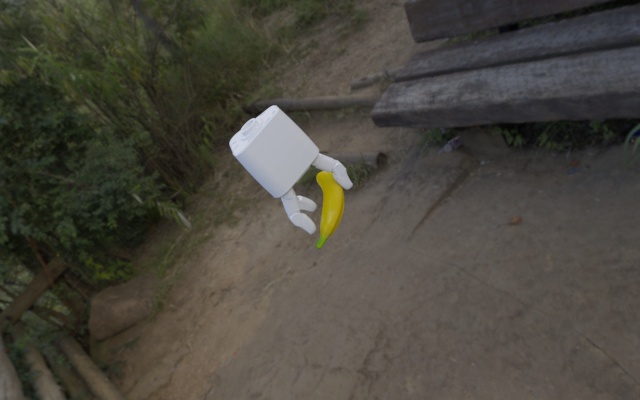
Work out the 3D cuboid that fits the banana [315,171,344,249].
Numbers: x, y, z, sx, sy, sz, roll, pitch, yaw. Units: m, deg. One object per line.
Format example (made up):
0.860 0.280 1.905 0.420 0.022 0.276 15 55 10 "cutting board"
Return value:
0.014 -0.004 0.871 0.070 0.197 0.037 -34 -59 28 "banana"
